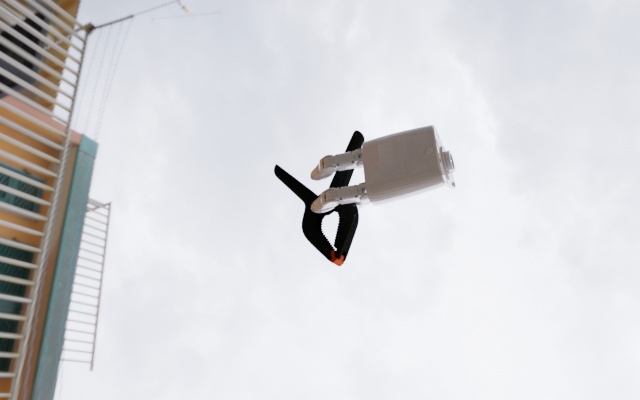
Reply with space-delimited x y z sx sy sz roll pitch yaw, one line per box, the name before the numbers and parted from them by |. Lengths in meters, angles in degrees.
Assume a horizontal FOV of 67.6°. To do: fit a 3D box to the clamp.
clamp | 0.001 0.003 0.749 0.164 0.210 0.036 -15 -26 24
